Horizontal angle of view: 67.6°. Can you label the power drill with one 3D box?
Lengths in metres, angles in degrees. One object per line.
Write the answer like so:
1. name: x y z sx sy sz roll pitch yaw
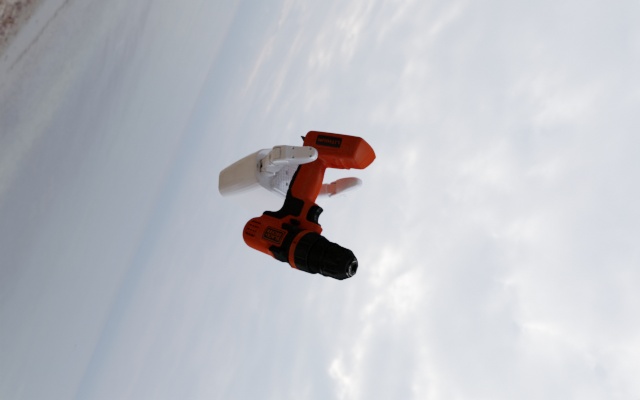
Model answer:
1. power drill: 0.000 0.002 0.626 0.184 0.187 0.057 15 -20 37
